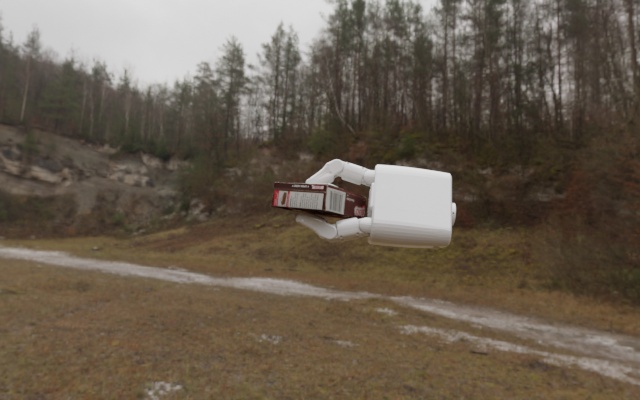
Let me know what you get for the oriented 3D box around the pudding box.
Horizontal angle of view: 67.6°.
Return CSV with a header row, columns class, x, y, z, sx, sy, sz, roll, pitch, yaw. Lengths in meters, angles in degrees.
class,x,y,z,sx,sy,sz,roll,pitch,yaw
pudding box,0.000,0.002,0.671,0.090,0.039,0.113,3,-9,33
